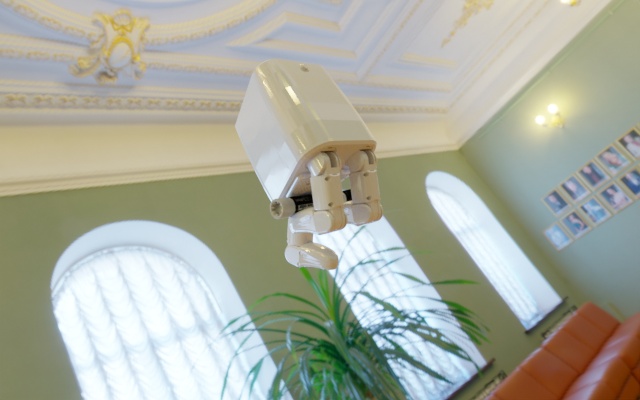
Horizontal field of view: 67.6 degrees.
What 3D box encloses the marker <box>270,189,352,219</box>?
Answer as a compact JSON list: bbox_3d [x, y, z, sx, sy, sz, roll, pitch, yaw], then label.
[{"bbox_3d":[0.000,0.002,0.473,0.020,0.020,0.121,0,6,41],"label":"marker"}]
